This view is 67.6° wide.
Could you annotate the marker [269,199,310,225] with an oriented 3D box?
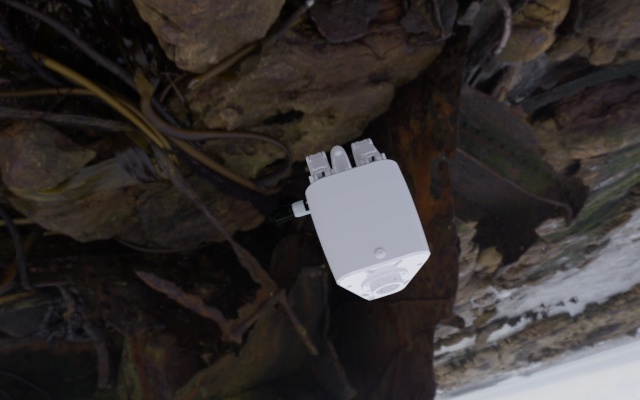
[{"bbox_3d":[0.000,0.002,0.543,0.121,0.020,0.020,-18,0,1],"label":"marker"}]
